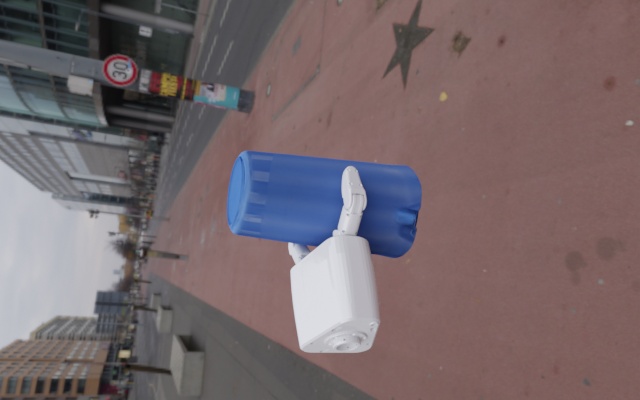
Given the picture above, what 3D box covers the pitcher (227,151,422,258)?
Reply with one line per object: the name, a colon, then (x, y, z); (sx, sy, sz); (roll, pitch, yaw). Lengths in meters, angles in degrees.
pitcher: (0.000, 0.002, 0.652); (0.243, 0.145, 0.149); (7, -39, -20)
